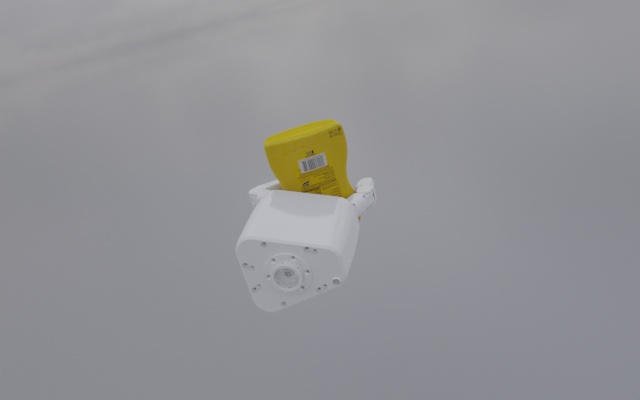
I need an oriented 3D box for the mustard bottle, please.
[{"bbox_3d":[0.000,0.002,0.600,0.096,0.192,0.058,-19,23,-8],"label":"mustard bottle"}]
